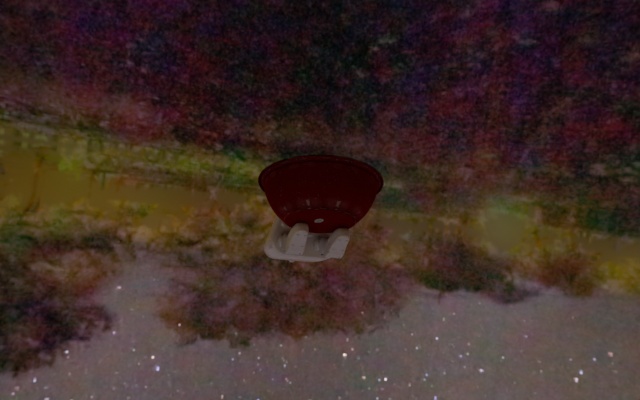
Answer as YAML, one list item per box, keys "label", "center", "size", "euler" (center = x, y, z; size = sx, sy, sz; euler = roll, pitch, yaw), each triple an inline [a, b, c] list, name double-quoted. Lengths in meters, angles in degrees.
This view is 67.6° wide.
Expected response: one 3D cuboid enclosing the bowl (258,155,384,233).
- label: "bowl"
  center: [0.000, 0.002, 0.606]
  size: [0.162, 0.055, 0.162]
  euler: [1, -23, 0]
